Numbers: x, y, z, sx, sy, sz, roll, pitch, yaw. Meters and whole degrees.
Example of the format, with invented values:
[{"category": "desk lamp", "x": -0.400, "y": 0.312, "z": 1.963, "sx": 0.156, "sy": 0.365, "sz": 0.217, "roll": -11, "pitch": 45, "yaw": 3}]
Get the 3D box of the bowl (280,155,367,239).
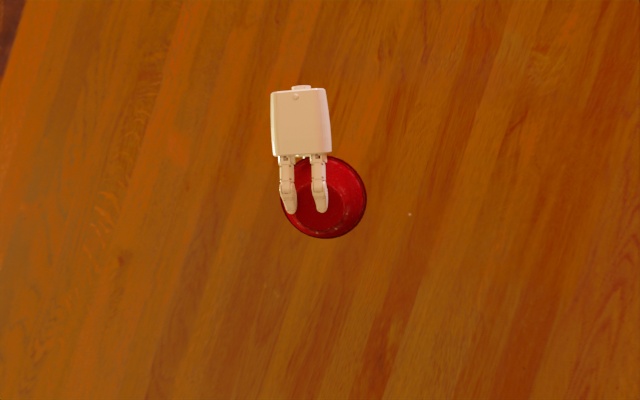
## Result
[{"category": "bowl", "x": 0.001, "y": 0.004, "z": 0.848, "sx": 0.162, "sy": 0.162, "sz": 0.055, "roll": 0, "pitch": 18, "yaw": 10}]
